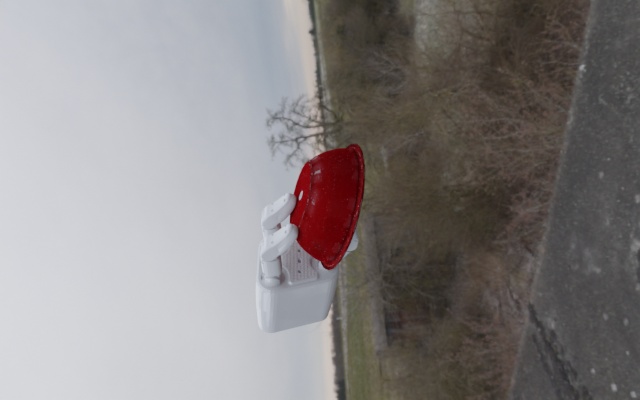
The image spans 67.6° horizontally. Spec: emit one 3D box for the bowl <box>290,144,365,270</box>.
[{"bbox_3d":[0.000,0.001,0.593,0.055,0.162,0.162,13,-3,-14],"label":"bowl"}]
